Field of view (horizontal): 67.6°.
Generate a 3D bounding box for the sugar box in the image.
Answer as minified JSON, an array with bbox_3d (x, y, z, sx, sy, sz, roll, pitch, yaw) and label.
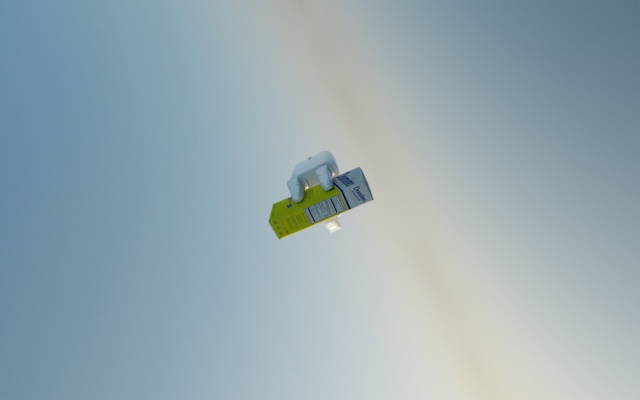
[{"bbox_3d":[0.000,0.002,0.828,0.176,0.048,0.093,-26,18,8],"label":"sugar box"}]
